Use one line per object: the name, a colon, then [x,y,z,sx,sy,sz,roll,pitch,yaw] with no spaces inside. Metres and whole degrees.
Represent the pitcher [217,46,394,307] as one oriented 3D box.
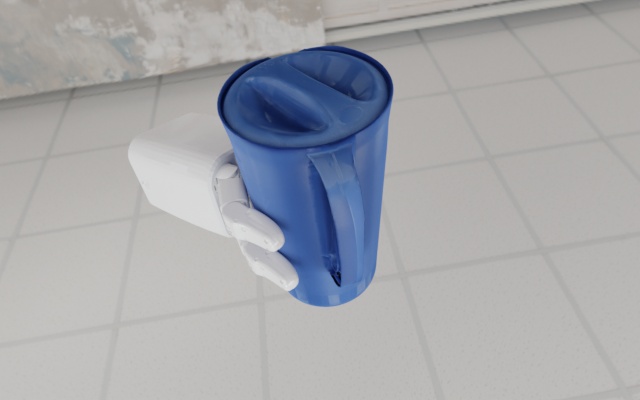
pitcher: [0.000,0.001,0.436,0.145,0.149,0.243,18,-38,22]
